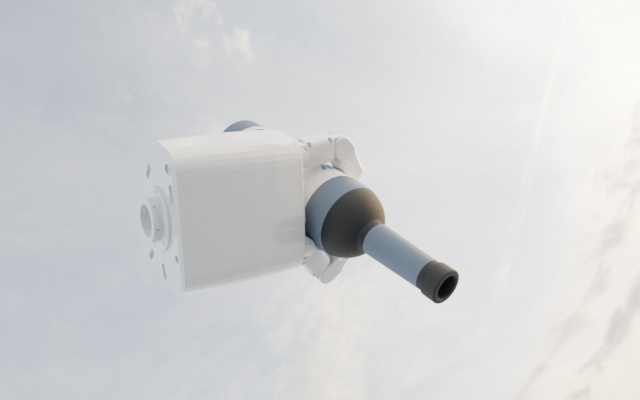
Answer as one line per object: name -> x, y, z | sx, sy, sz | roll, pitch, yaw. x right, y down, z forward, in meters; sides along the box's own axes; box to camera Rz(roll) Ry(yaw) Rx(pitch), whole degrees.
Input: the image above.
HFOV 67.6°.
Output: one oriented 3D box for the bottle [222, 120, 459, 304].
bottle -> 0.000, 0.001, 0.435 | 0.069, 0.069, 0.295 | 0, 24, -41
